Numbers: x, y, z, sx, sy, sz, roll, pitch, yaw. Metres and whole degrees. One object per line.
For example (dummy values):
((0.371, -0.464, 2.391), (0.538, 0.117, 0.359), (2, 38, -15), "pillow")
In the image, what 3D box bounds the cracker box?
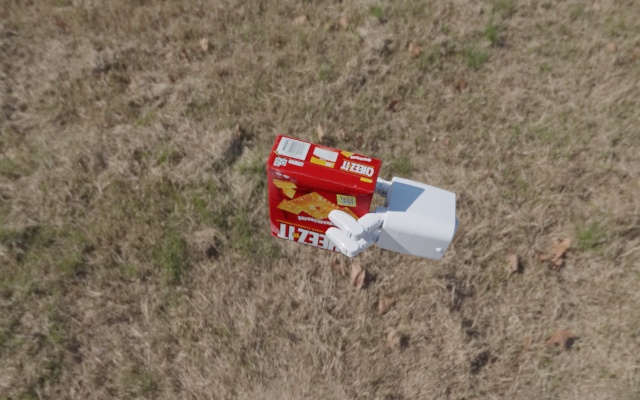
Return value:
((0.000, 0.002, 0.782), (0.164, 0.072, 0.214), (15, -33, 6), "cracker box")
